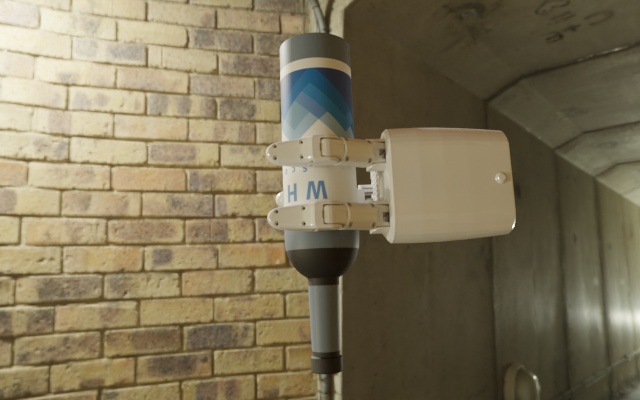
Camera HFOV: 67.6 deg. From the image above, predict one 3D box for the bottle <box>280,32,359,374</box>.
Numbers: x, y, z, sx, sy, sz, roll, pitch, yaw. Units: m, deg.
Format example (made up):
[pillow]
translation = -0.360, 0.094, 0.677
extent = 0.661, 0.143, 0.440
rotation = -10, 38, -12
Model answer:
[bottle]
translation = 0.000, 0.001, 0.432
extent = 0.069, 0.295, 0.069
rotation = -2, -9, 0
